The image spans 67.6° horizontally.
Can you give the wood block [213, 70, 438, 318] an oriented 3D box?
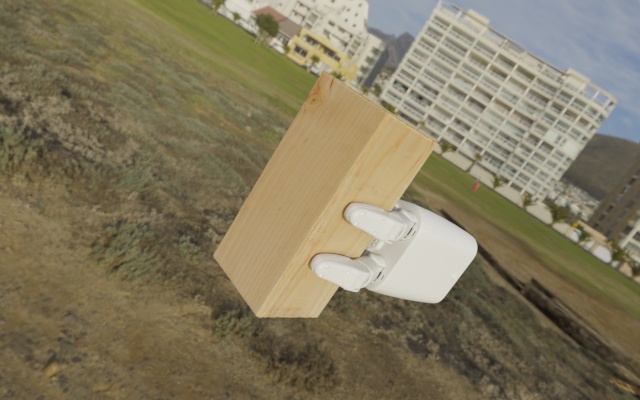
[{"bbox_3d":[0.000,0.001,0.447,0.090,0.206,0.090,16,21,-49],"label":"wood block"}]
